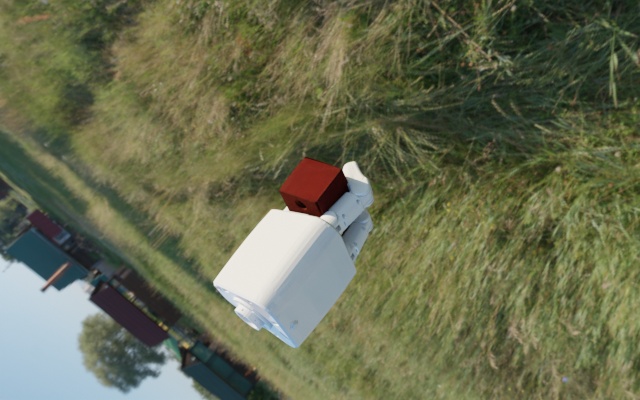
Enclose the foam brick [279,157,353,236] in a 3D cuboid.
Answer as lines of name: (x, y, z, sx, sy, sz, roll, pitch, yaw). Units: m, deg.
foam brick: (0.000, 0.001, 0.521, 0.053, 0.051, 0.078, 20, -30, 35)
